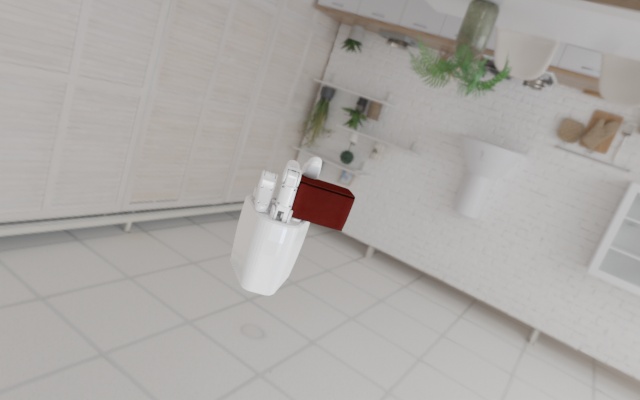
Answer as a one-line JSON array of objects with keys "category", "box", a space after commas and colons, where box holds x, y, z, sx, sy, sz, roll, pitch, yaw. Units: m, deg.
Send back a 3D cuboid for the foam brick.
[{"category": "foam brick", "box": [0.000, 0.002, 0.659, 0.078, 0.051, 0.053, 17, 12, -9]}]
